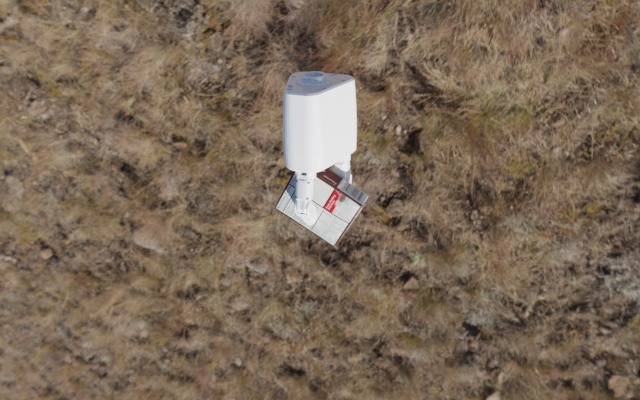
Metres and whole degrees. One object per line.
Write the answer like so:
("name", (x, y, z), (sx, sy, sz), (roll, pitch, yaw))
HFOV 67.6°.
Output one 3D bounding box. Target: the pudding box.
("pudding box", (0.000, 0.002, 0.704), (0.113, 0.090, 0.039), (34, 33, 3))
